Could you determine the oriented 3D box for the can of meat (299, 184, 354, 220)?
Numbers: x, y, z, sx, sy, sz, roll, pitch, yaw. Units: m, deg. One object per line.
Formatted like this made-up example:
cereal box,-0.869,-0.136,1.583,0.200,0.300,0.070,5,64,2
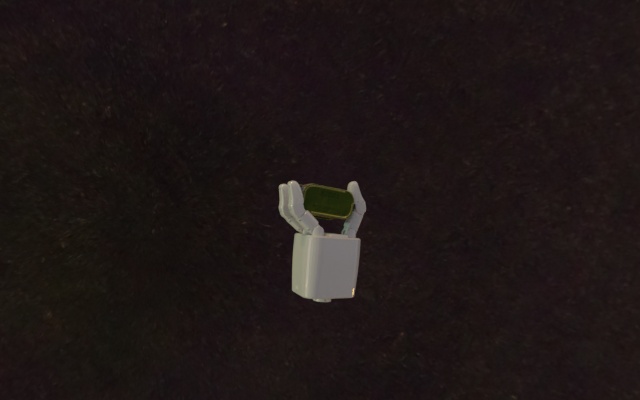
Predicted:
can of meat,0.000,0.003,0.855,0.102,0.057,0.084,10,-4,-19
